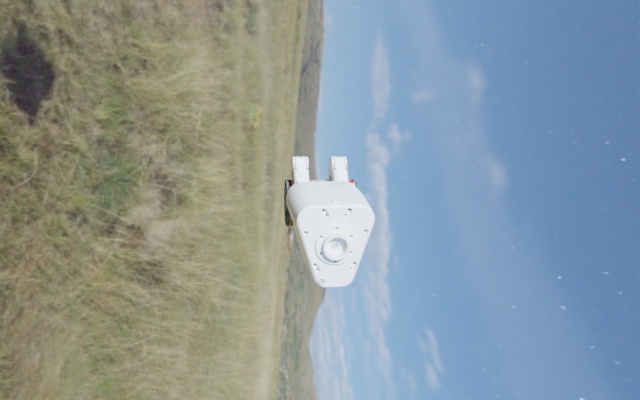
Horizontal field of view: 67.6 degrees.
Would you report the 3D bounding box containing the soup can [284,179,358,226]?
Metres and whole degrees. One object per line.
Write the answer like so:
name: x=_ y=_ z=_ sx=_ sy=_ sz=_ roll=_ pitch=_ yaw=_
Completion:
soup can: x=0.000 y=0.002 z=0.694 sx=0.102 sy=0.068 sz=0.068 roll=-1 pitch=0 yaw=-8
